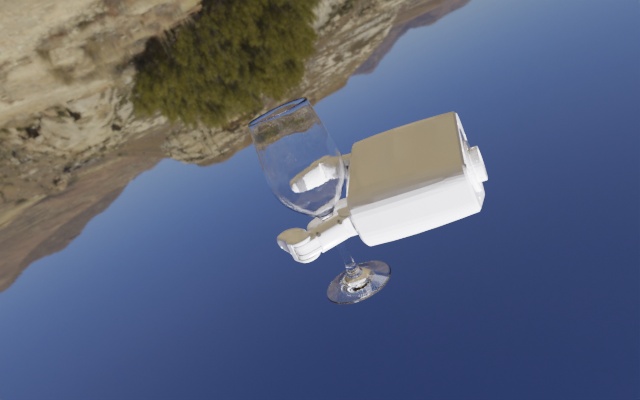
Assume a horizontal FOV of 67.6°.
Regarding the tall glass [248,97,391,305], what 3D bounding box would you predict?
[{"bbox_3d":[0.000,0.002,0.478,0.079,0.201,0.079,-23,18,8],"label":"tall glass"}]
